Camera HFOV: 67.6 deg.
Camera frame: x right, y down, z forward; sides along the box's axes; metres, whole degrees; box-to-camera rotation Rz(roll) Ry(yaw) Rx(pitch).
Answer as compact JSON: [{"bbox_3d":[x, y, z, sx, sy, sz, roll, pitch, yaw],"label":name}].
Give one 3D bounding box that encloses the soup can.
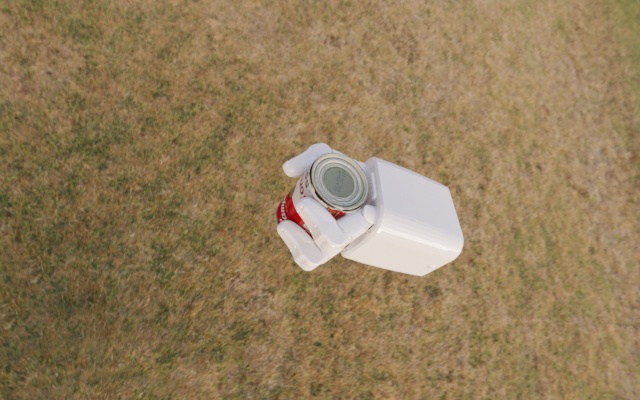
[{"bbox_3d":[0.000,0.001,0.519,0.068,0.068,0.102,0,-25,-27],"label":"soup can"}]
